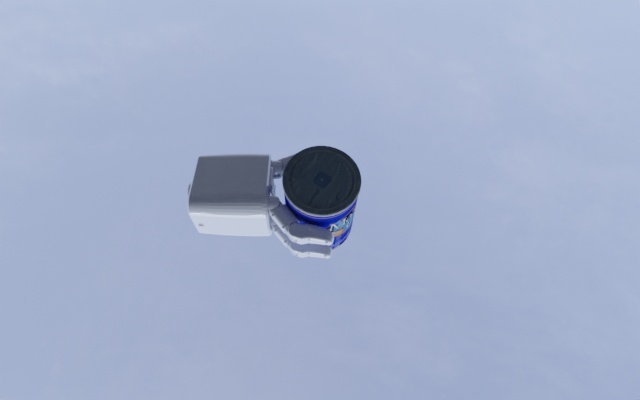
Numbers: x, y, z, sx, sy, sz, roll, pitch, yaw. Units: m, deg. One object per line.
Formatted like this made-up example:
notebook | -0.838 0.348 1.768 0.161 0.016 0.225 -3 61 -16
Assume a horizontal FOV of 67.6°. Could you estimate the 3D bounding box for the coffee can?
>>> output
coffee can | 0.000 0.002 0.678 0.103 0.102 0.140 0 -26 -2
